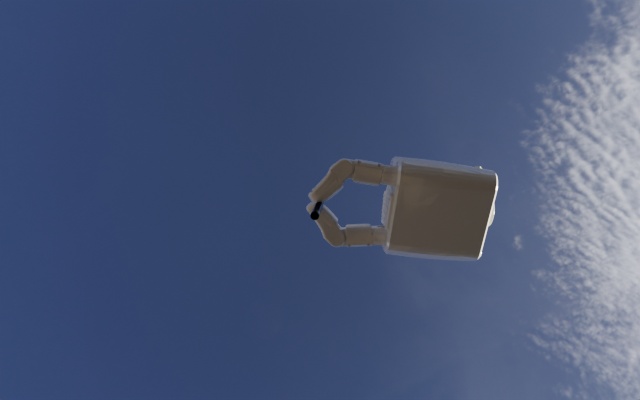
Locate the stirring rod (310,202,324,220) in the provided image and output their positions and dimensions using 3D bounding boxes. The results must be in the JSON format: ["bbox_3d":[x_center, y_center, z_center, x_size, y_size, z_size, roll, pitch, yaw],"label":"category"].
[{"bbox_3d":[0.000,0.002,0.546,0.011,0.011,0.239,0,6,2],"label":"stirring rod"}]
